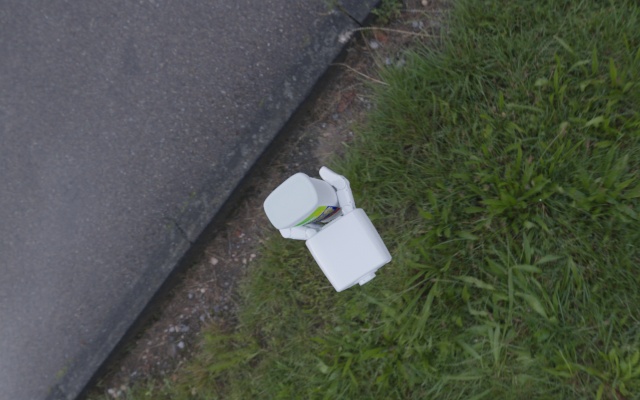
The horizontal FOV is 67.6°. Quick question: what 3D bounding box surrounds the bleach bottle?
[{"bbox_3d":[0.000,0.003,0.884,0.102,0.068,0.251,-37,-14,20],"label":"bleach bottle"}]
